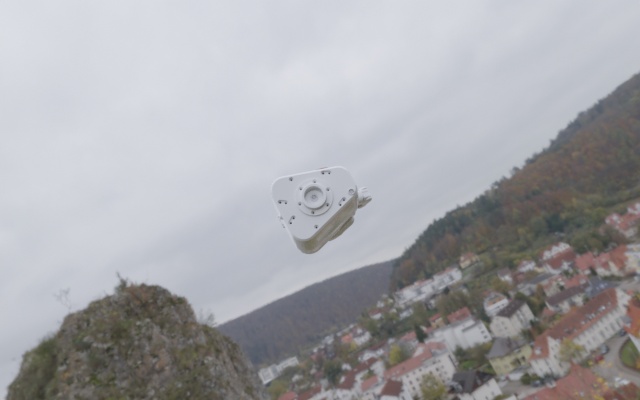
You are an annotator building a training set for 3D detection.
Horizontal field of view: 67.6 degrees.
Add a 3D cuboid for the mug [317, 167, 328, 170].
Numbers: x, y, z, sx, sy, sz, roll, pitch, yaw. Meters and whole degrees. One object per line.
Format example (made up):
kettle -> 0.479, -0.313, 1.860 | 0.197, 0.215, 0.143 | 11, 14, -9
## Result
mug -> 0.000, 0.003, 0.783 | 0.093, 0.081, 0.117 | -26, -12, -5
